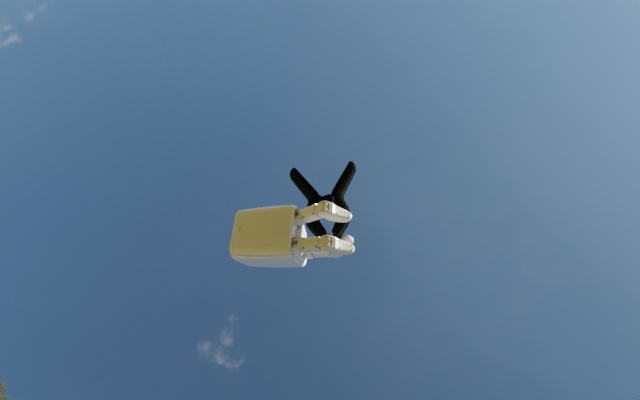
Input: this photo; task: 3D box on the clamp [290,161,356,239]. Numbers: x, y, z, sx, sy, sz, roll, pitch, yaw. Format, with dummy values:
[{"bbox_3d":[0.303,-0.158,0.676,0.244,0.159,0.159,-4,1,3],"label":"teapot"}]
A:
[{"bbox_3d":[0.000,0.003,0.835,0.120,0.171,0.039,-2,-34,11],"label":"clamp"}]
